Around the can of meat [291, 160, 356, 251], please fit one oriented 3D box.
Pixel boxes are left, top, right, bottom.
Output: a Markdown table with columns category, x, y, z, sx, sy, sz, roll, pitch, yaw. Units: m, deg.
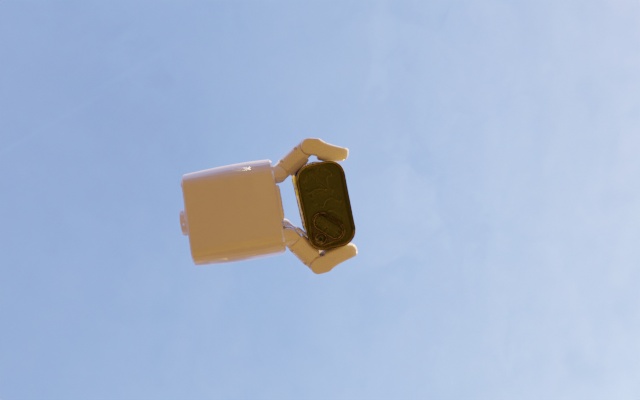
| category | x | y | z | sx | sy | sz | roll | pitch | yaw |
| --- | --- | --- | --- | --- | --- | --- | --- | --- | --- |
| can of meat | 0.000 | 0.002 | 0.587 | 0.057 | 0.102 | 0.084 | -13 | 8 | -8 |
